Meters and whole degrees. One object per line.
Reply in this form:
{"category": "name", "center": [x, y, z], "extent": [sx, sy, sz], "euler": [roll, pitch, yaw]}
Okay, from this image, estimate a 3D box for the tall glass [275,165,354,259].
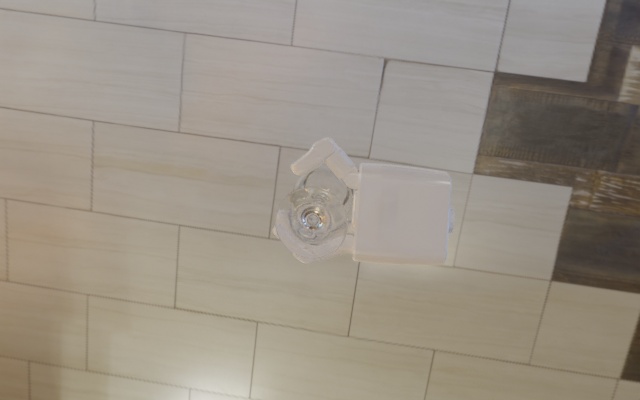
{"category": "tall glass", "center": [0.000, 0.002, 0.572], "extent": [0.079, 0.079, 0.201], "euler": [0, 12, 5]}
